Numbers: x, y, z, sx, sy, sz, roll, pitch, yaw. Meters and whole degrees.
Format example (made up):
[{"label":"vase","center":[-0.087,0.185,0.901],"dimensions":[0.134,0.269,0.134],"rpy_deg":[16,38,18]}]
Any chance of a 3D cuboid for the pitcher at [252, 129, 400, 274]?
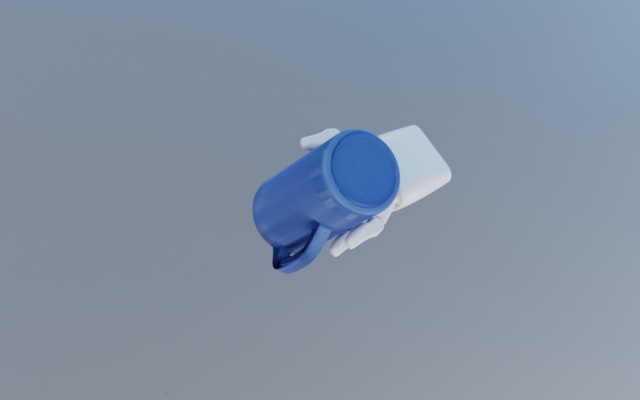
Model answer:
[{"label":"pitcher","center":[0.000,0.002,0.663],"dimensions":[0.145,0.149,0.243],"rpy_deg":[-23,-3,-28]}]
